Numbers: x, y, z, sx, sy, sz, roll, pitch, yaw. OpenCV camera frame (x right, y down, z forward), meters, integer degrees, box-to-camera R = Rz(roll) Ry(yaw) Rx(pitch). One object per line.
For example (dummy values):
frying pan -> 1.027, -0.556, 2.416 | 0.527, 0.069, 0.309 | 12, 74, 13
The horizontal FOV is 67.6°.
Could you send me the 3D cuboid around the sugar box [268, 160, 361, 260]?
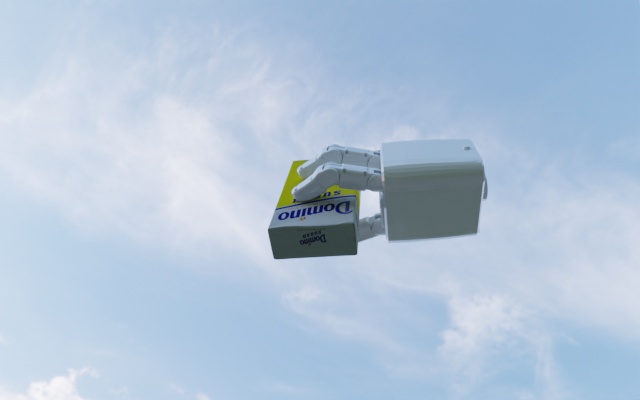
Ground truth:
sugar box -> 0.000, 0.001, 0.567 | 0.093, 0.048, 0.176 | -4, 25, 8
